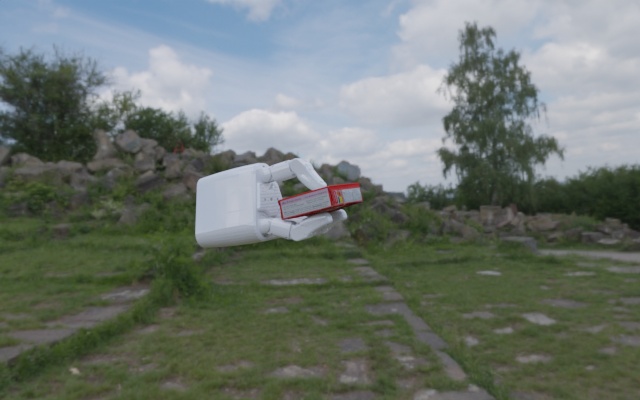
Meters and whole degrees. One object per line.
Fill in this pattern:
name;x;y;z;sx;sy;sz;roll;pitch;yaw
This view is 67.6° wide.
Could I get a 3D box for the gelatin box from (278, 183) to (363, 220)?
gelatin box;0.000;0.002;0.637;0.089;0.030;0.073;-16;-5;36
